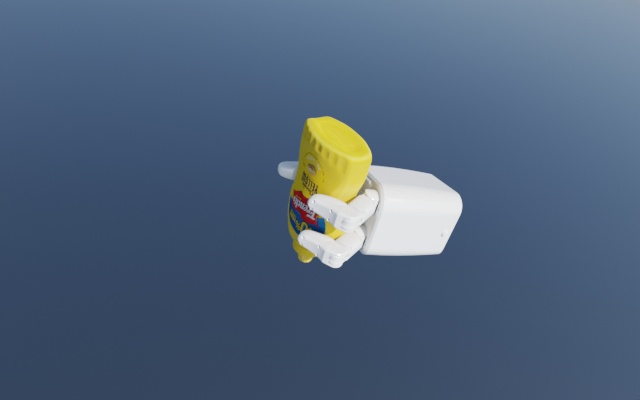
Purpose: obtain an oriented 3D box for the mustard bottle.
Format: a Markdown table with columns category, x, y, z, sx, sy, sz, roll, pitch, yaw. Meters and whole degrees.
| category | x | y | z | sx | sy | sz | roll | pitch | yaw |
| --- | --- | --- | --- | --- | --- | --- | --- | --- | --- |
| mustard bottle | 0.000 | 0.002 | 0.585 | 0.058 | 0.192 | 0.096 | -14 | 45 | -34 |
